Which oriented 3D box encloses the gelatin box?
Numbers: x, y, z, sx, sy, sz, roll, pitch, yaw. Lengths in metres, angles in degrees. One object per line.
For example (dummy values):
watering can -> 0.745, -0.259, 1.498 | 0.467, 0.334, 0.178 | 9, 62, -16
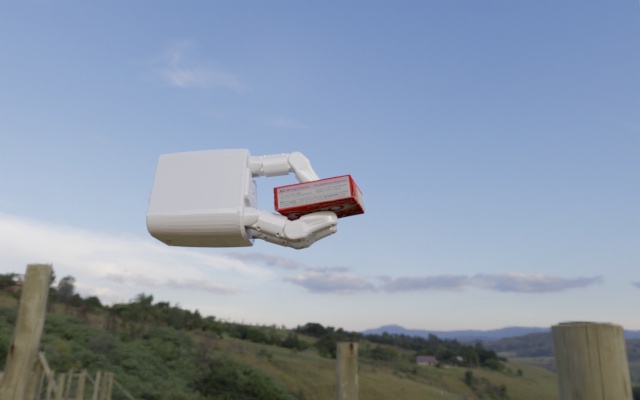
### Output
gelatin box -> 0.000, 0.001, 0.539 | 0.089, 0.030, 0.073 | -10, -18, 12
